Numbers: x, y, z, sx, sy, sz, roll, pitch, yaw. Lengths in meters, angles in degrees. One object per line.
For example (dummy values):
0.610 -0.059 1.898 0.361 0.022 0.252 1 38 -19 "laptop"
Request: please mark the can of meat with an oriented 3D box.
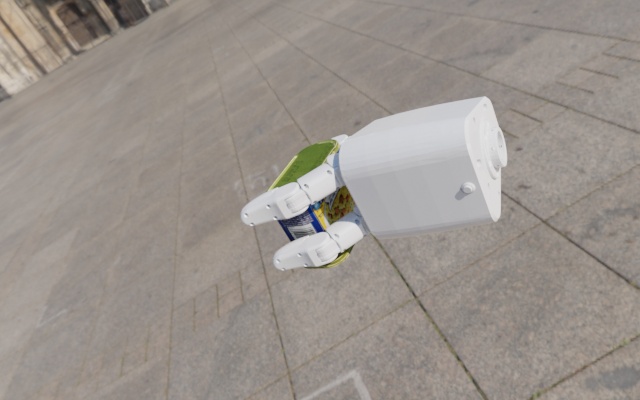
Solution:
0.000 0.001 0.468 0.057 0.084 0.102 -7 36 35 "can of meat"
